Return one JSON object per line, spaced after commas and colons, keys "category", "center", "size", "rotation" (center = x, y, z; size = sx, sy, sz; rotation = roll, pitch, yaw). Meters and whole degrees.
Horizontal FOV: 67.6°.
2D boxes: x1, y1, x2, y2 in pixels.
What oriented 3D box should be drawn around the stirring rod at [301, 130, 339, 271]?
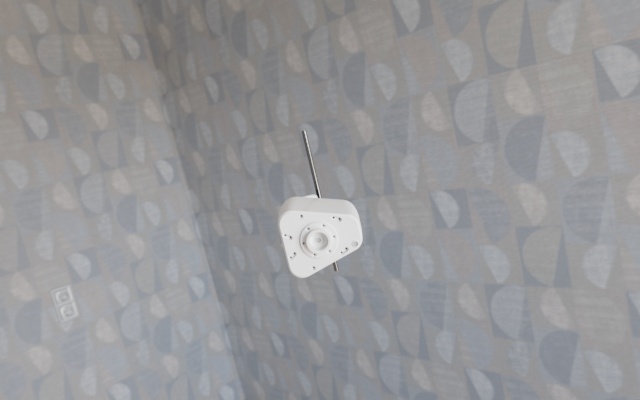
{"category": "stirring rod", "center": [0.000, 0.003, 0.792], "size": [0.011, 0.239, 0.011], "rotation": [-13, 8, 2]}
